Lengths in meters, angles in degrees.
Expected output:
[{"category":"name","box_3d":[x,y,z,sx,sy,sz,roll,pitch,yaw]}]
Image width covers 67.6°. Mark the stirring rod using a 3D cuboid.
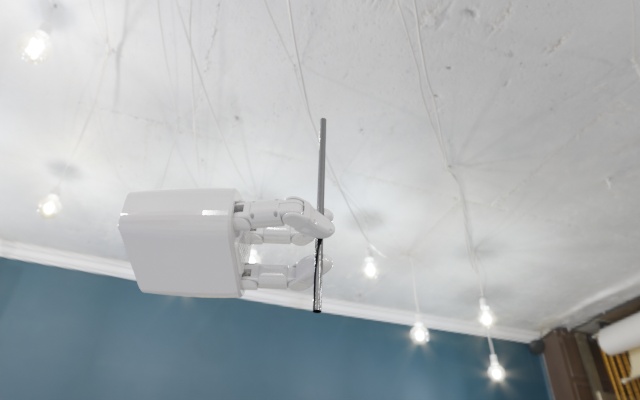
[{"category":"stirring rod","box_3d":[0.000,0.002,0.495,0.011,0.239,0.011,1,-36,1]}]
